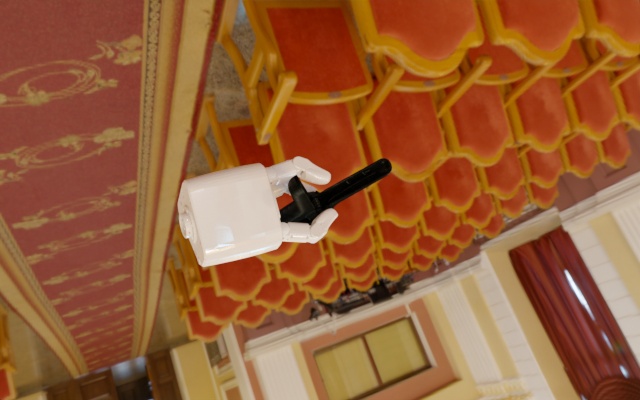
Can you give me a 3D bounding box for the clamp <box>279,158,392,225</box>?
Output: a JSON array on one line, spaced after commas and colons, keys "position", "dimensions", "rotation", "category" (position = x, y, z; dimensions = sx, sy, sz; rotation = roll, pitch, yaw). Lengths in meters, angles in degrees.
[{"position": [0.000, 0.003, 0.693], "dimensions": [0.164, 0.036, 0.210], "rotation": [-15, -18, -28], "category": "clamp"}]
